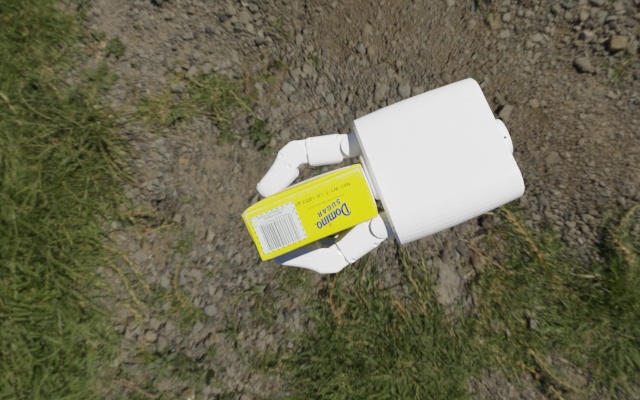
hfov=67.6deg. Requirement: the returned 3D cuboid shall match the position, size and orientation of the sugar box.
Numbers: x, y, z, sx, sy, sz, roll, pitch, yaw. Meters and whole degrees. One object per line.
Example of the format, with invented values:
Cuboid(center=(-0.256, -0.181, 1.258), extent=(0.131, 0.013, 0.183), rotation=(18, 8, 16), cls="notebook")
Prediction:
Cuboid(center=(0.000, 0.002, 0.421), extent=(0.093, 0.048, 0.176), rotation=(-21, 1, 8), cls="sugar box")
